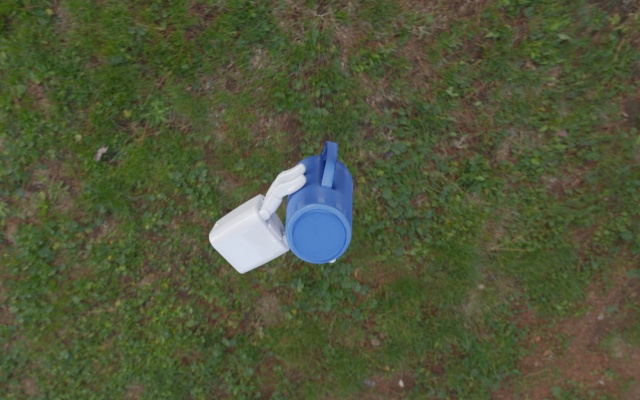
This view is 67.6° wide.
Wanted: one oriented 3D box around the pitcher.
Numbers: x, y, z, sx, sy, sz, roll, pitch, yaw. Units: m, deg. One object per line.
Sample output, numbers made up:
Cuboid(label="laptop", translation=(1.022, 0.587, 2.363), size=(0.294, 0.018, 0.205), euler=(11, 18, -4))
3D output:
Cuboid(label="pitcher", translation=(0.000, 0.003, 0.870), size=(0.145, 0.149, 0.242), euler=(-29, 19, 11))
